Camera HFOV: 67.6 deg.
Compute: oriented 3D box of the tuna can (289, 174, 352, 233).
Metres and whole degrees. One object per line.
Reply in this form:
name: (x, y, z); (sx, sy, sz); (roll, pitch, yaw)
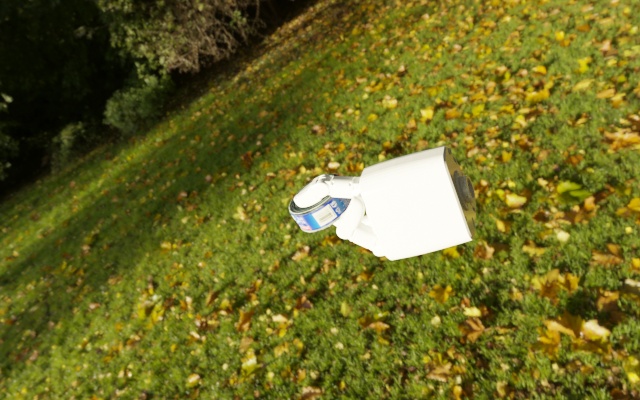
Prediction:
tuna can: (0.000, 0.002, 0.650); (0.086, 0.034, 0.086); (-28, 26, 15)
